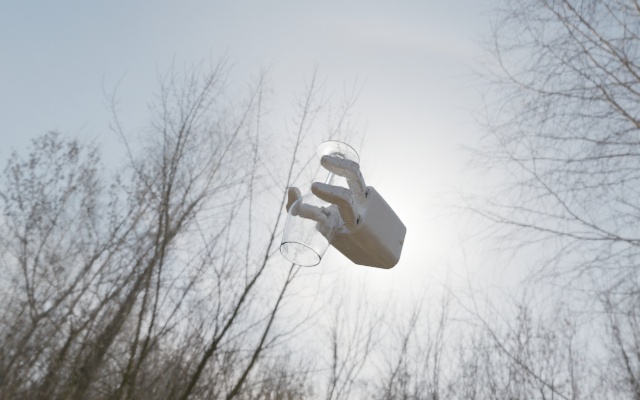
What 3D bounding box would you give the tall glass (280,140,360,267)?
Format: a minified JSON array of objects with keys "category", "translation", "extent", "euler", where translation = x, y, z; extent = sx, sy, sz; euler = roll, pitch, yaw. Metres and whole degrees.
[{"category":"tall glass","translation":[0.000,0.002,0.733],"extent":[0.079,0.201,0.079],"euler":[14,-37,11]}]
